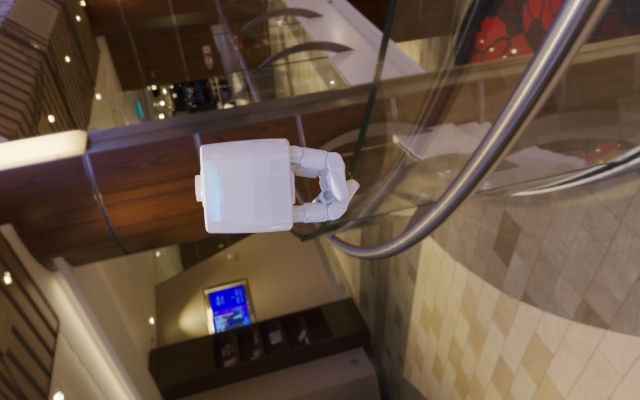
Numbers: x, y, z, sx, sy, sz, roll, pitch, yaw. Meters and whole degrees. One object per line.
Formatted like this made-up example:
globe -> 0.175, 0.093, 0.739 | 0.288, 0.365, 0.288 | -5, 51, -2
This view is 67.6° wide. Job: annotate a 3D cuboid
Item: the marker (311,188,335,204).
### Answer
marker -> 0.000, 0.002, 0.649 | 0.020, 0.020, 0.121 | 0, -8, -9
